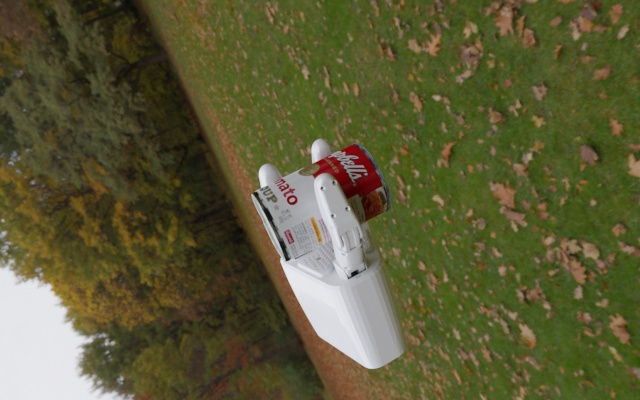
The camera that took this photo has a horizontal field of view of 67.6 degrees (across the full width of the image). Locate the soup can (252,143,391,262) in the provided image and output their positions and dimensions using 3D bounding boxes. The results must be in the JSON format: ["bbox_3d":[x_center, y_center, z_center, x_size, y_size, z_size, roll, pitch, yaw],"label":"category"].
[{"bbox_3d":[0.000,0.001,0.416,0.102,0.068,0.068,-26,5,-11],"label":"soup can"}]
